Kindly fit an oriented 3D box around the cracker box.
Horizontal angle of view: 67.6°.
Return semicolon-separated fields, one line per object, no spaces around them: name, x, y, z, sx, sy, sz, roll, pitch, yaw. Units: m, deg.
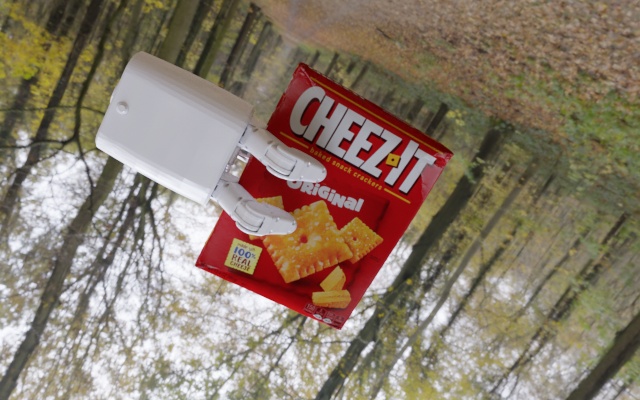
cracker box;0.000;0.002;0.468;0.164;0.214;0.072;27;14;-11
